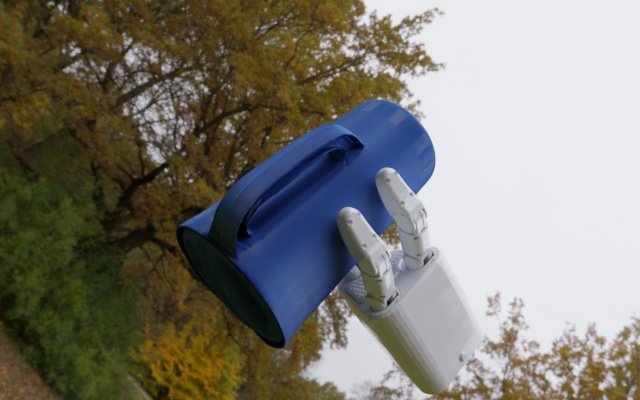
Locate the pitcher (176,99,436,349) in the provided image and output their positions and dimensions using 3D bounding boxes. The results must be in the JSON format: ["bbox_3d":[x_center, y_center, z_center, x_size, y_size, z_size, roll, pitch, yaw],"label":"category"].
[{"bbox_3d":[0.000,0.002,0.441,0.242,0.145,0.149,-42,18,-27],"label":"pitcher"}]
